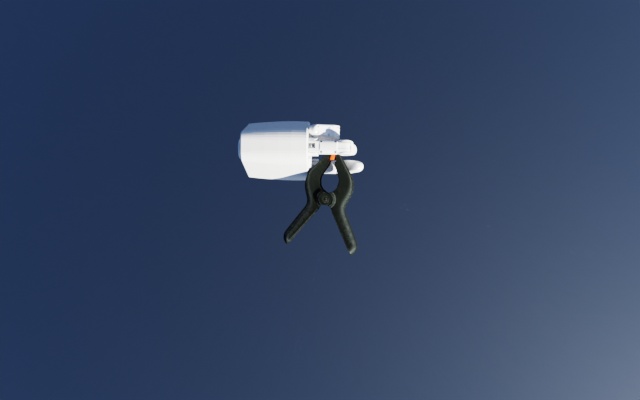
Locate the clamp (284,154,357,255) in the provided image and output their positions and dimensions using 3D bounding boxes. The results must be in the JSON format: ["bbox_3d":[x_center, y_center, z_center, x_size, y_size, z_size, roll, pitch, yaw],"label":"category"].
[{"bbox_3d":[0.000,0.002,0.773,0.120,0.171,0.039,1,0,0],"label":"clamp"}]
